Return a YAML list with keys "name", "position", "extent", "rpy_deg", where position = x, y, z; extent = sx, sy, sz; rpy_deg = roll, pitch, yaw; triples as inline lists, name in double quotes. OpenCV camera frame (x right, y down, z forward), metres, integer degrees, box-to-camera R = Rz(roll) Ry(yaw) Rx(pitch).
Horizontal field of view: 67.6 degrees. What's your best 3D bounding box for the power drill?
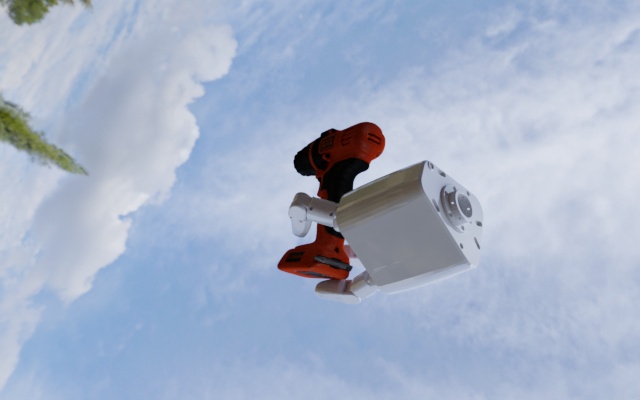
- name: "power drill"
  position: [0.000, 0.002, 0.602]
  extent: [0.057, 0.187, 0.184]
  rpy_deg: [18, -15, -25]
